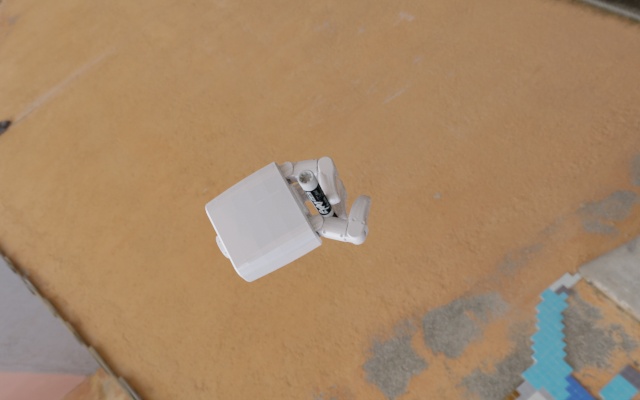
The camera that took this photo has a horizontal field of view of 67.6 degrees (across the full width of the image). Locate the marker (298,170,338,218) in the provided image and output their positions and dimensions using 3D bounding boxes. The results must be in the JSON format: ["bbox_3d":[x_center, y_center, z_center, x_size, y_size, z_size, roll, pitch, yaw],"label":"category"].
[{"bbox_3d":[0.000,0.002,0.556,0.020,0.020,0.121,0,-26,17],"label":"marker"}]
